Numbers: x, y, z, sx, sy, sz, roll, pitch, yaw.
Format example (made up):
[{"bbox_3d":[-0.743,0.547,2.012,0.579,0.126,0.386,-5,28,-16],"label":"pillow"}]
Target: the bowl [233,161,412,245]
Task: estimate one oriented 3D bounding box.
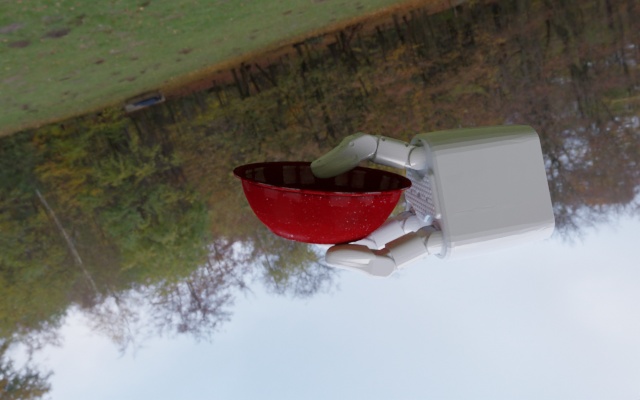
[{"bbox_3d":[-0.001,0.002,0.440,0.162,0.055,0.162,4,12,-1],"label":"bowl"}]
